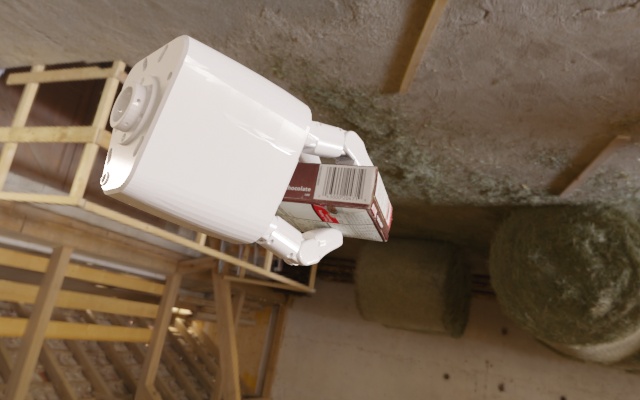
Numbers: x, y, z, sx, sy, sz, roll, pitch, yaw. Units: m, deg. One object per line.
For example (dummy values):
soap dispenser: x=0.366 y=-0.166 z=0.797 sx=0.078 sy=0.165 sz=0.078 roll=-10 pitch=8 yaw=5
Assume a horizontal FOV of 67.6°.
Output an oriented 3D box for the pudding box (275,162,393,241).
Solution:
pudding box: x=0.000 y=0.001 z=0.416 sx=0.113 sy=0.039 sz=0.090 roll=7 pitch=-19 yaw=19
